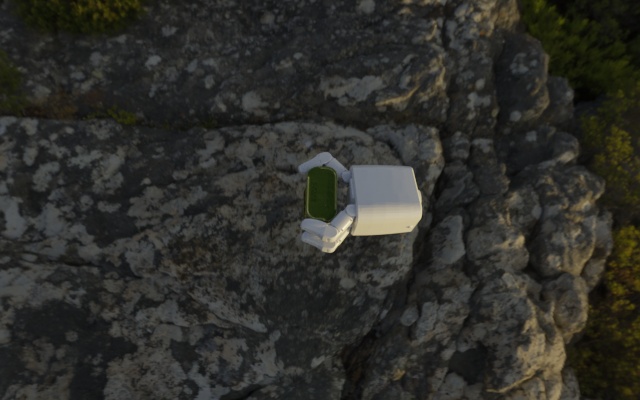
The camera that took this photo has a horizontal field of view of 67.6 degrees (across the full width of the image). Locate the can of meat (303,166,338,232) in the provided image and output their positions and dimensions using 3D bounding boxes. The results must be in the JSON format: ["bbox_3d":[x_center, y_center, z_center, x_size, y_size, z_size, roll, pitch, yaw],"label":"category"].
[{"bbox_3d":[0.000,0.002,0.808,0.057,0.102,0.084,2,-21,-3],"label":"can of meat"}]
